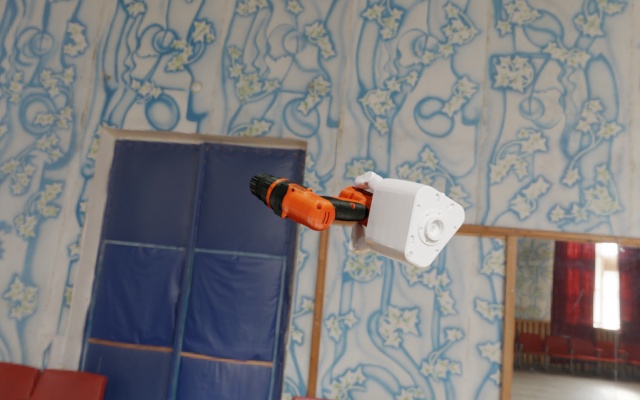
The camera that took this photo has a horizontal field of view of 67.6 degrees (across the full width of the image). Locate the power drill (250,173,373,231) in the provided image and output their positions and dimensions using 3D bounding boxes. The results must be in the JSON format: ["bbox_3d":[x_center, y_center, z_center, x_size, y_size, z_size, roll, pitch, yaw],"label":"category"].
[{"bbox_3d":[0.001,0.003,0.760,0.187,0.057,0.184,3,17,-41],"label":"power drill"}]
